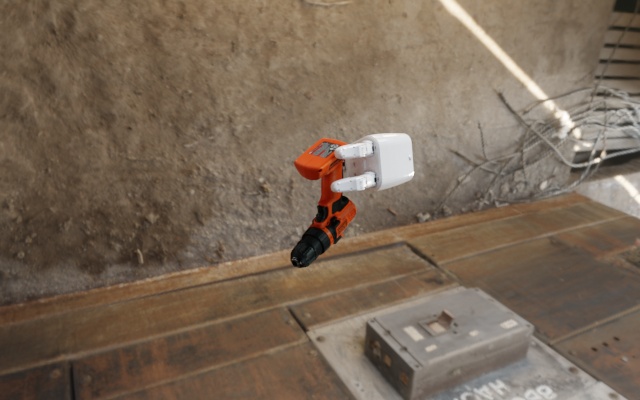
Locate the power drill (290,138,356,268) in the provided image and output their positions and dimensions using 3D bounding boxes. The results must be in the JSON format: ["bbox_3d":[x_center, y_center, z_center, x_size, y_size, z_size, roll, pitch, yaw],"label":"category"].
[{"bbox_3d":[0.000,0.002,0.821,0.057,0.188,0.184,17,41,26],"label":"power drill"}]
